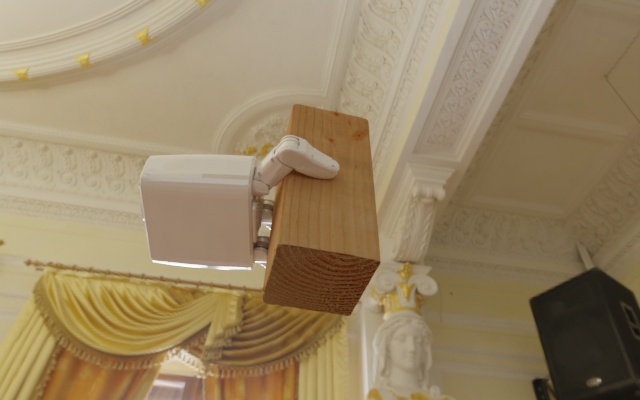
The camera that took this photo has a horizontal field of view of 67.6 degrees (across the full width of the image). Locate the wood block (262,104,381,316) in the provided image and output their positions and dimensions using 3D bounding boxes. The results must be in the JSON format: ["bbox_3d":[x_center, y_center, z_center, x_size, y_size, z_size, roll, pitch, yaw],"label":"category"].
[{"bbox_3d":[0.000,0.001,0.494,0.090,0.206,0.091,11,-46,-9],"label":"wood block"}]
